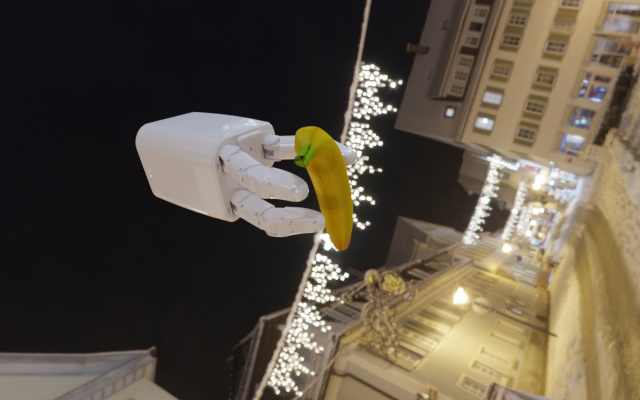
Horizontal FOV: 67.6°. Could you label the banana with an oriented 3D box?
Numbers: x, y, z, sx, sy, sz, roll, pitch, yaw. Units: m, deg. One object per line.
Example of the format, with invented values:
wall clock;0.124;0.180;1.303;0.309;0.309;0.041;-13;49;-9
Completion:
banana;0.004;-0.016;0.481;0.037;0.069;0.198;8;-25;20
